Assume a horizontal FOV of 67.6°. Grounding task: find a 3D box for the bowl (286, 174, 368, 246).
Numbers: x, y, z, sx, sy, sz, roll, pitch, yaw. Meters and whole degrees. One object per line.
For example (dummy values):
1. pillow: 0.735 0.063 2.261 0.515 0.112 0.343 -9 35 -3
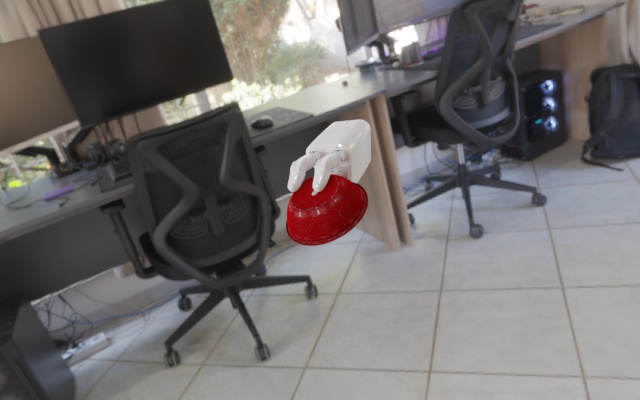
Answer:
1. bowl: 0.000 0.003 0.847 0.162 0.162 0.055 0 -44 34
